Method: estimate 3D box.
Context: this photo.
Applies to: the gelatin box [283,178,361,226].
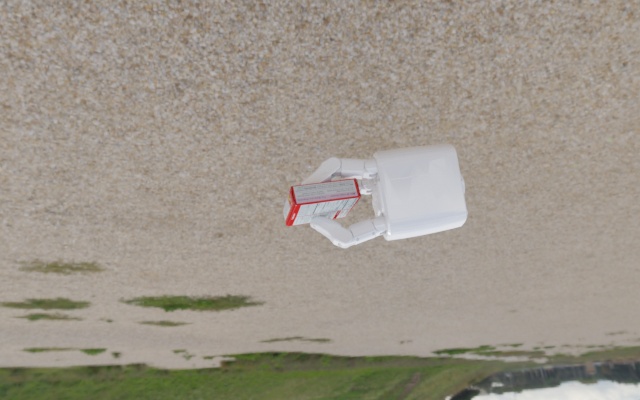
[{"bbox_3d":[0.000,0.003,0.622,0.089,0.030,0.073,-9,-21,-16],"label":"gelatin box"}]
